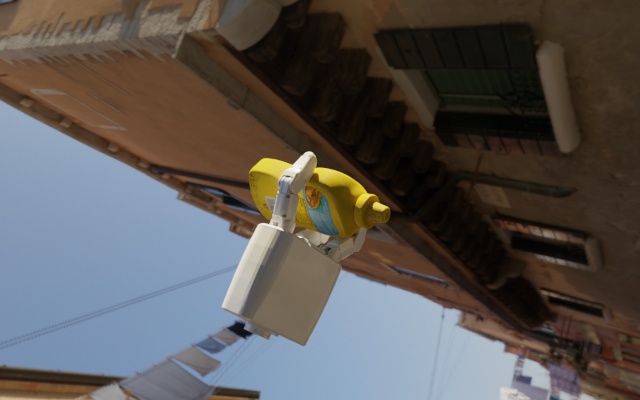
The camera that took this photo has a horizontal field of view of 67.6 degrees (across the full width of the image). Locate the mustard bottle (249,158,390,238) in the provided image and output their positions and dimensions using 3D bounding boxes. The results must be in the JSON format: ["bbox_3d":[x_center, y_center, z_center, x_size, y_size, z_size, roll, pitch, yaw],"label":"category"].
[{"bbox_3d":[0.000,0.002,0.603,0.191,0.096,0.058,12,45,36],"label":"mustard bottle"}]
